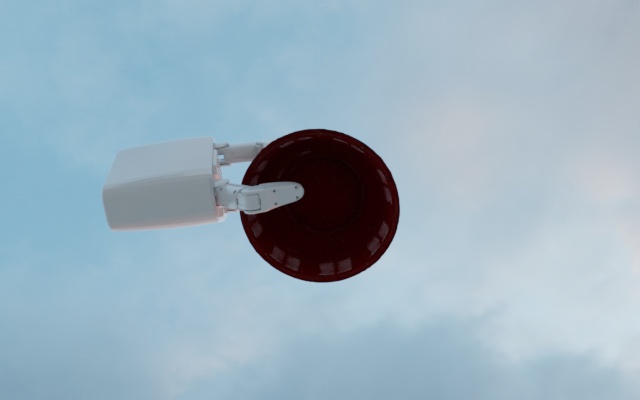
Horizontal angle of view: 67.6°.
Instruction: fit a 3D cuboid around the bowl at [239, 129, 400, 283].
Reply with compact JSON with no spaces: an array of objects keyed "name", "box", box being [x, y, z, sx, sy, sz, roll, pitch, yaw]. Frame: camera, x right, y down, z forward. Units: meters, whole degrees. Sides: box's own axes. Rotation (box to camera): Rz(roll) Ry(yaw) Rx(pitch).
[{"name":"bowl","box":[0.001,0.002,0.498,0.162,0.162,0.055,0,18,6]}]
